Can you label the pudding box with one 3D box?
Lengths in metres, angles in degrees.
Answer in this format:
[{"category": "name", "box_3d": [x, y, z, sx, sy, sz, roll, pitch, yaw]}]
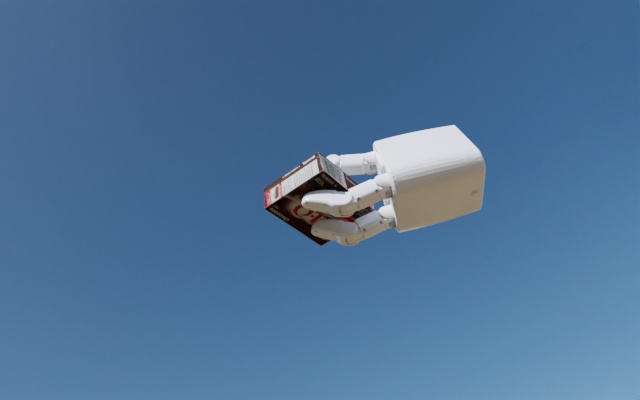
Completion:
[{"category": "pudding box", "box_3d": [0.000, 0.002, 0.586, 0.090, 0.039, 0.113, -33, -48, 23]}]
